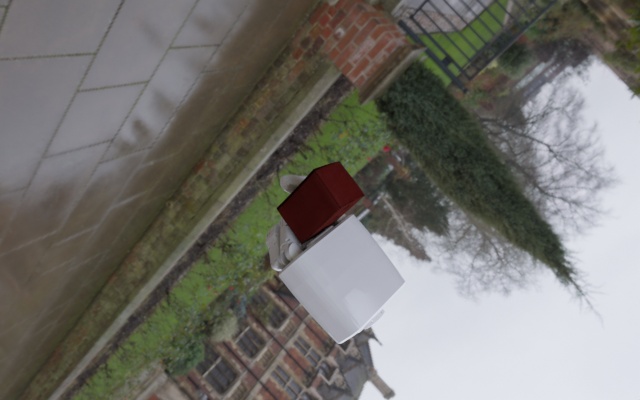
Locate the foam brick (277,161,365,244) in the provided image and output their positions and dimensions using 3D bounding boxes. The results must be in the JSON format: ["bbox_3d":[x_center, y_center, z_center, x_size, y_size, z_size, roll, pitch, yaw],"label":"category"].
[{"bbox_3d":[0.000,0.002,0.538,0.053,0.051,0.078,-24,-16,-50],"label":"foam brick"}]
